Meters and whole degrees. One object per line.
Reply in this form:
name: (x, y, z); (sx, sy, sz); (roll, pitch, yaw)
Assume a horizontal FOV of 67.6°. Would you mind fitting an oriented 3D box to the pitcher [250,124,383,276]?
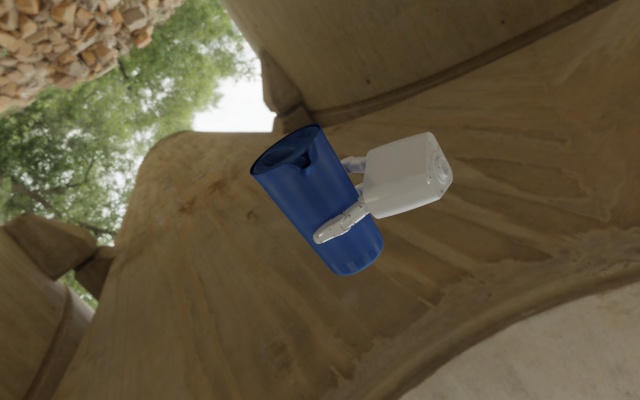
pitcher: (0.000, 0.003, 0.800); (0.145, 0.243, 0.149); (-19, 27, 31)
